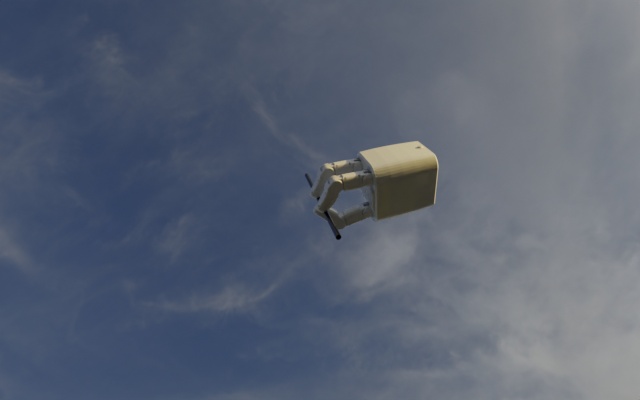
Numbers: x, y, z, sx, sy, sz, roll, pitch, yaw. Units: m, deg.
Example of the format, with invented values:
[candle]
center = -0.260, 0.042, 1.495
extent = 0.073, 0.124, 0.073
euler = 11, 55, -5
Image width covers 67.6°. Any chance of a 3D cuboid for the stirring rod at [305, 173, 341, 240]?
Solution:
[stirring rod]
center = 0.000, 0.003, 0.773
extent = 0.011, 0.011, 0.239
euler = 0, 24, -13
